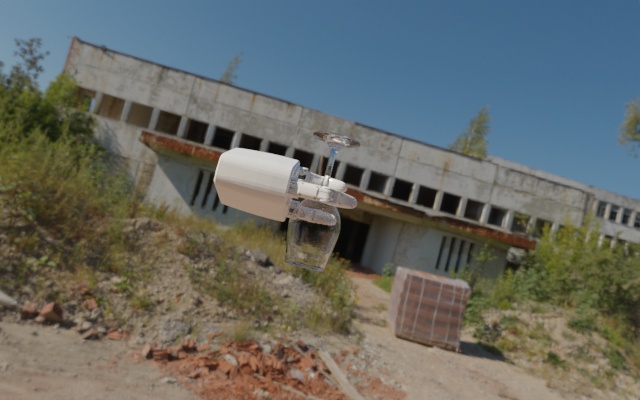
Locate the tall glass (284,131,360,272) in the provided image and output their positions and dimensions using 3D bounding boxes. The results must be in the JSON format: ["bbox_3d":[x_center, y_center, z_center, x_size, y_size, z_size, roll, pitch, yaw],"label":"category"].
[{"bbox_3d":[0.000,0.002,0.721,0.079,0.201,0.079,14,-4,1],"label":"tall glass"}]
